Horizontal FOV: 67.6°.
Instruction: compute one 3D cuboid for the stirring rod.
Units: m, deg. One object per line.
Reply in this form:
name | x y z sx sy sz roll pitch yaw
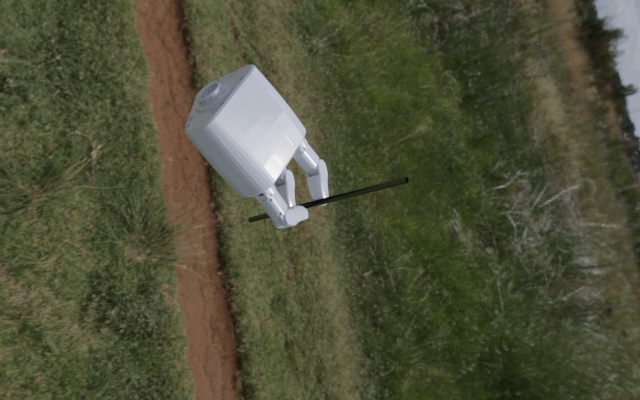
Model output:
stirring rod | 0.000 0.002 0.611 0.239 0.011 0.011 -14 -8 31
